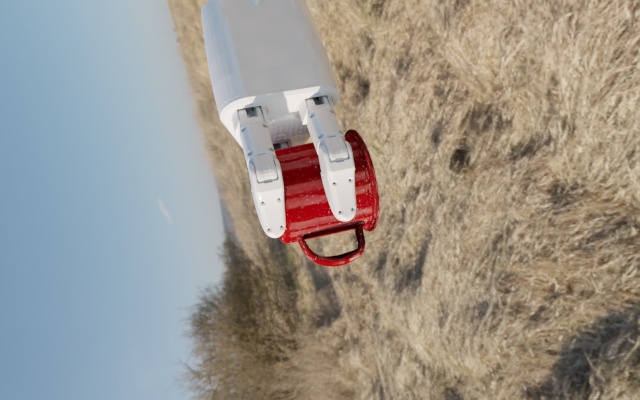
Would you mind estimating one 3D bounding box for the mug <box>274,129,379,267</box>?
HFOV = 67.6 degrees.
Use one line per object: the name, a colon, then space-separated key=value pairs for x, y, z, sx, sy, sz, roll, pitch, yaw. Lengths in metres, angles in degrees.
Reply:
mug: x=0.000 y=0.003 z=0.413 sx=0.081 sy=0.117 sz=0.093 roll=-12 pitch=-19 yaw=-11
